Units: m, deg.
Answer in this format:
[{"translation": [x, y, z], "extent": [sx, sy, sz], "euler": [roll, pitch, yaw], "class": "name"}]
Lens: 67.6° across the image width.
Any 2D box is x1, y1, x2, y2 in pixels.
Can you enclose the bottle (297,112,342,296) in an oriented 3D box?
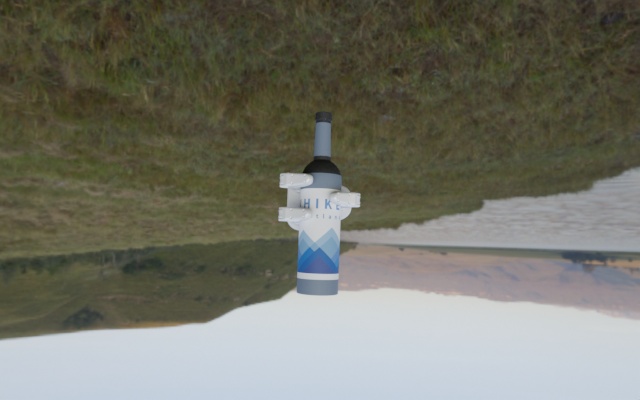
[{"translation": [0.000, 0.003, 0.778], "extent": [0.069, 0.295, 0.069], "euler": [2, -5, 0], "class": "bottle"}]
